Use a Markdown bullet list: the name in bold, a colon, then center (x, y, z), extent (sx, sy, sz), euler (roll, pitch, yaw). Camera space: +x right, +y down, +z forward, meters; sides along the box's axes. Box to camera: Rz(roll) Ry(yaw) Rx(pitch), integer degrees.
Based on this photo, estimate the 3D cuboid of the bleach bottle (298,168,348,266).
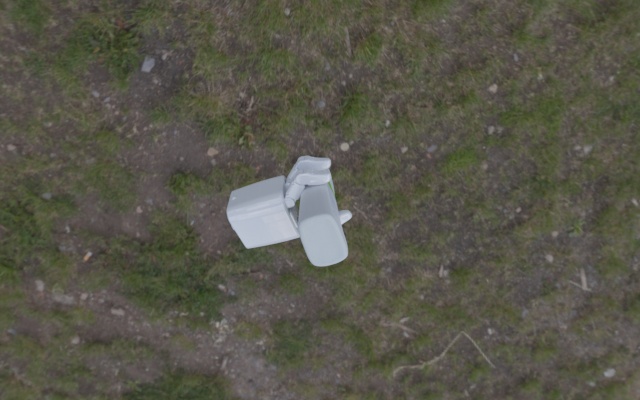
- **bleach bottle**: center (0.000, 0.003, 0.863), extent (0.068, 0.103, 0.250), euler (-16, 29, 7)
